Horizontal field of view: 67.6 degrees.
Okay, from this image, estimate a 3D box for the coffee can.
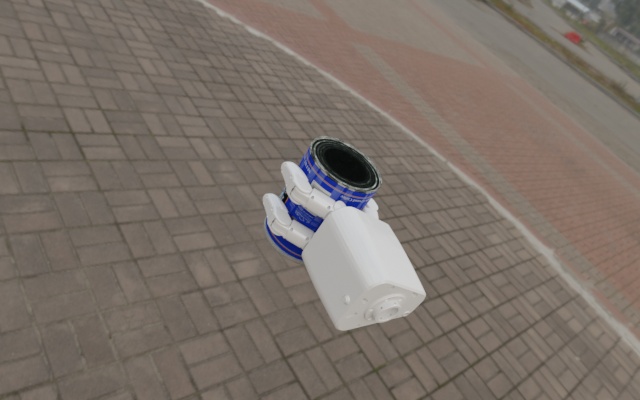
[{"bbox_3d":[0.000,0.002,0.628,0.103,0.102,0.140,0,-44,-41],"label":"coffee can"}]
